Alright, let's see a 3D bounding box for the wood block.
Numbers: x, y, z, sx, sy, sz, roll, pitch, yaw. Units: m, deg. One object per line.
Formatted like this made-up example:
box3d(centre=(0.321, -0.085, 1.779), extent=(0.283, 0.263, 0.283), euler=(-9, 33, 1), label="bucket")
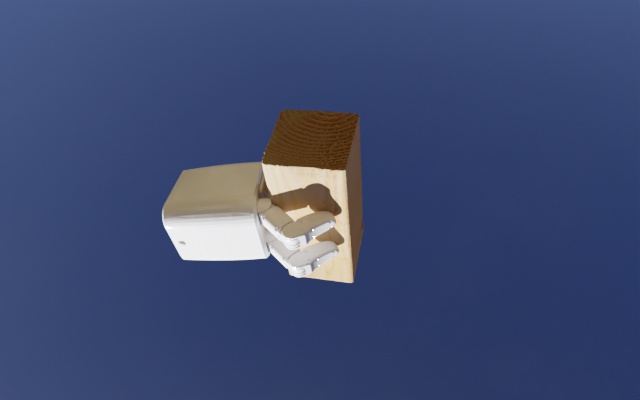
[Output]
box3d(centre=(0.000, 0.002, 0.574), extent=(0.090, 0.090, 0.206), euler=(5, -40, 11), label="wood block")
